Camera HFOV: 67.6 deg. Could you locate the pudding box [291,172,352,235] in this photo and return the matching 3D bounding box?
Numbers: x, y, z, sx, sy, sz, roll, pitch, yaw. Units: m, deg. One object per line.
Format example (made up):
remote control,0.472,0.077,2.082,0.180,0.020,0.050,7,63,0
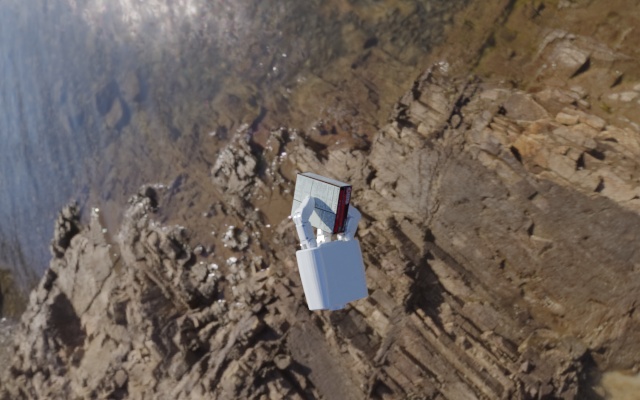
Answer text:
pudding box,0.000,0.003,0.872,0.113,0.090,0.039,20,16,37
